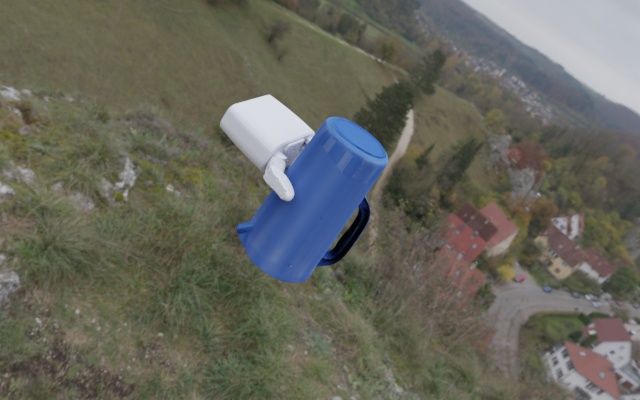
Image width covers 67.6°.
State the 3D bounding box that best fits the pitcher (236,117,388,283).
[{"bbox_3d":[0.000,0.002,0.727,0.145,0.243,0.149,43,26,14],"label":"pitcher"}]
